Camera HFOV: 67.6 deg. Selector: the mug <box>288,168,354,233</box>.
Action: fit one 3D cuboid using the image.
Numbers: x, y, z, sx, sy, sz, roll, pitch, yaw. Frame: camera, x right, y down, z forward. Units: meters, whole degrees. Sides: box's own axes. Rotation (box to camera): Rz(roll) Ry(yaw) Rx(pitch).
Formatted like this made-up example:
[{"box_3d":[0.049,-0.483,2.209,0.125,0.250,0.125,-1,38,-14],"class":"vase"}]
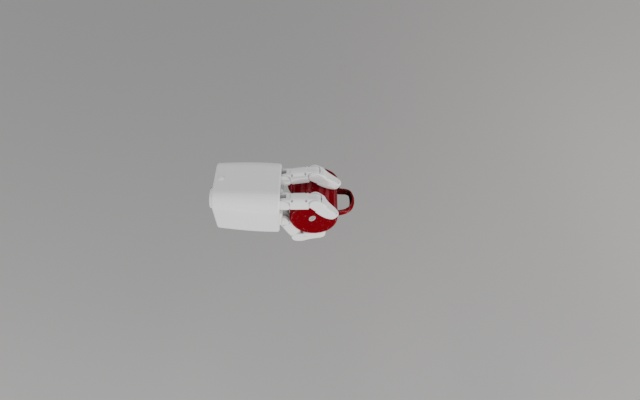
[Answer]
[{"box_3d":[0.002,0.003,0.828,0.117,0.081,0.093,2,-41,-3],"class":"mug"}]
